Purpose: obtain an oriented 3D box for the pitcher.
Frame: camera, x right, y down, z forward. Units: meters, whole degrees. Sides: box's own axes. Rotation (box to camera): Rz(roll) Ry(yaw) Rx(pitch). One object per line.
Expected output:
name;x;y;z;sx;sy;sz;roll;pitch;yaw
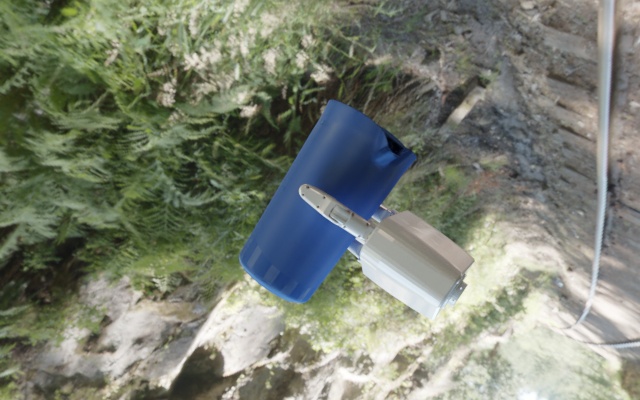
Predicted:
pitcher;0.000;0.002;0.622;0.145;0.243;0.149;35;2;19
